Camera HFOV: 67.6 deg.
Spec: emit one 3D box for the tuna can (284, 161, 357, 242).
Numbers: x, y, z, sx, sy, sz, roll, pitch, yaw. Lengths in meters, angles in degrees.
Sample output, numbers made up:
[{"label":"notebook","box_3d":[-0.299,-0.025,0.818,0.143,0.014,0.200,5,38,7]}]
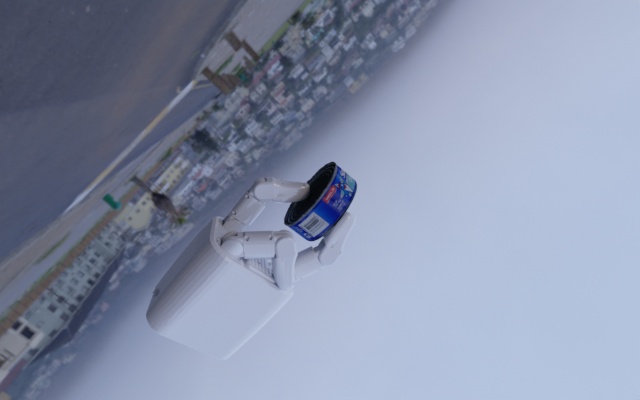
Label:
[{"label":"tuna can","box_3d":[0.001,0.002,0.516,0.034,0.086,0.086,38,-12,-15]}]
